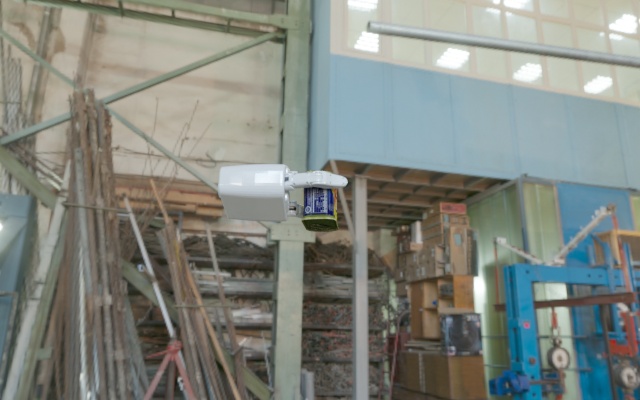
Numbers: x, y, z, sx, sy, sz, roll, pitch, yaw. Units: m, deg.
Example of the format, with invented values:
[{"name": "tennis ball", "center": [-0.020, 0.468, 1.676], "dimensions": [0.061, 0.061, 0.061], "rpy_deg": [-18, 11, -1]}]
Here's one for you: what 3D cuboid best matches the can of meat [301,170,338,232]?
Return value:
[{"name": "can of meat", "center": [0.000, 0.002, 0.817], "dimensions": [0.057, 0.084, 0.102], "rpy_deg": [-1, -16, 5]}]
